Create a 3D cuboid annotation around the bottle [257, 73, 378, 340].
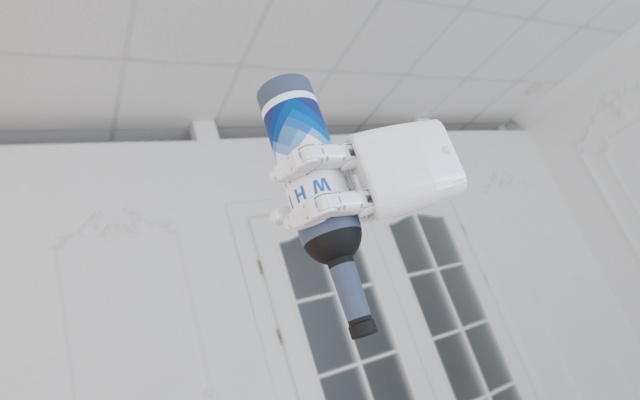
[{"bbox_3d":[0.000,0.001,0.518,0.069,0.295,0.069,-16,-19,-6],"label":"bottle"}]
